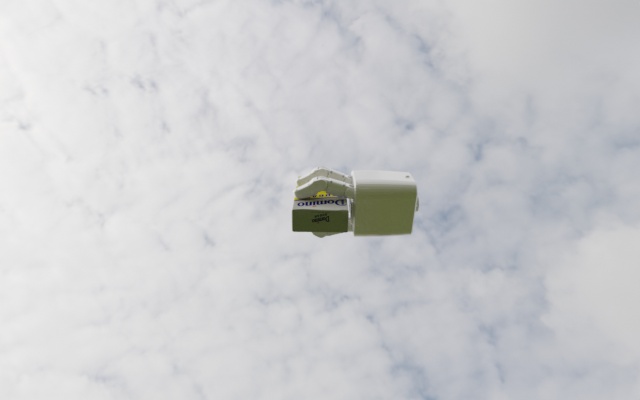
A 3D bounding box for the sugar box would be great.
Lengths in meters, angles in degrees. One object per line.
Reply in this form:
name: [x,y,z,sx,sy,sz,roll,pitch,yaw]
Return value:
sugar box: [0.000,0.002,0.840,0.093,0.048,0.176,1,18,0]
